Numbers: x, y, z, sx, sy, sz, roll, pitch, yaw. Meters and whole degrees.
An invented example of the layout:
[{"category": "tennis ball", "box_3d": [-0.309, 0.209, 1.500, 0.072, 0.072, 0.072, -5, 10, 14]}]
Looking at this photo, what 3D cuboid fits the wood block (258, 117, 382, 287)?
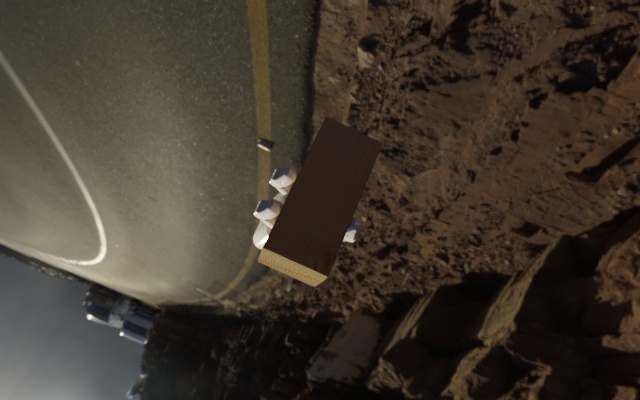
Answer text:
[{"category": "wood block", "box_3d": [0.000, 0.003, 0.663, 0.091, 0.206, 0.090, 25, -22, -3]}]
